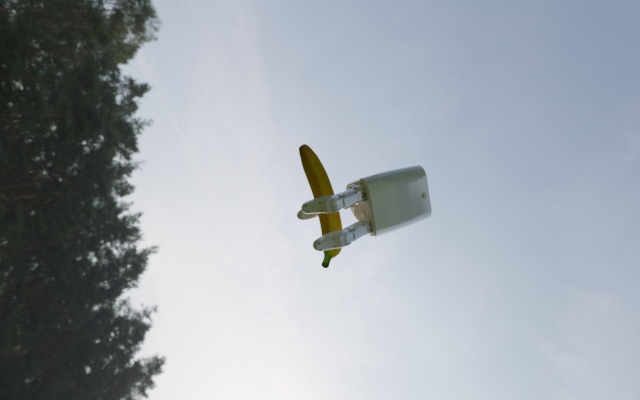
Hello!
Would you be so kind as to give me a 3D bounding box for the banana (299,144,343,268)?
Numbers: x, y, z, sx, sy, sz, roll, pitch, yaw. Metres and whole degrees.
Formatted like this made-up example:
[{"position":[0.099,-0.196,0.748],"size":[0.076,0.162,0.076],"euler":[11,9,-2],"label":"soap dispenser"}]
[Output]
[{"position":[0.006,0.006,0.772],"size":[0.037,0.198,0.069],"euler":[-14,-5,14],"label":"banana"}]
